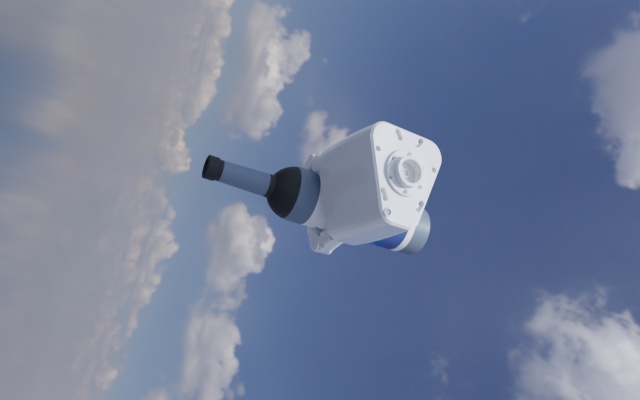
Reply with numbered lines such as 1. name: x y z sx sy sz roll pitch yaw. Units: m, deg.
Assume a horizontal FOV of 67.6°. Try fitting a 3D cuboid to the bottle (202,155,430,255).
1. bottle: 0.000 0.002 0.592 0.296 0.069 0.069 17 -7 -24
